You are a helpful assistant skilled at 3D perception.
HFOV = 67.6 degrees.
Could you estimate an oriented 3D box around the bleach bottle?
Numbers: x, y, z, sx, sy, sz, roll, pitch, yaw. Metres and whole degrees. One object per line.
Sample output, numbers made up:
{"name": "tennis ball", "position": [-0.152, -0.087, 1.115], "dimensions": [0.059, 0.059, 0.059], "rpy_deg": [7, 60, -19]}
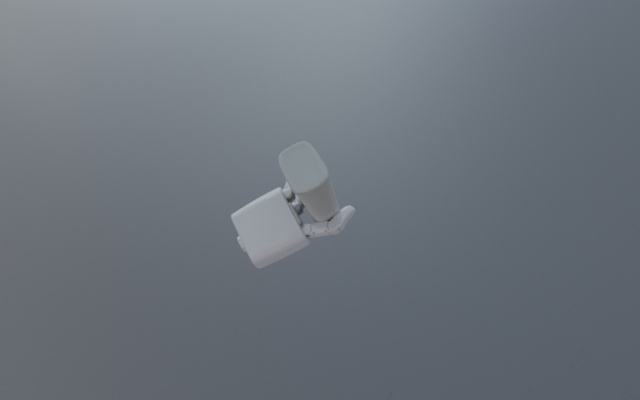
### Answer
{"name": "bleach bottle", "position": [0.000, 0.003, 0.868], "dimensions": [0.068, 0.102, 0.251], "rpy_deg": [-29, -33, -1]}
